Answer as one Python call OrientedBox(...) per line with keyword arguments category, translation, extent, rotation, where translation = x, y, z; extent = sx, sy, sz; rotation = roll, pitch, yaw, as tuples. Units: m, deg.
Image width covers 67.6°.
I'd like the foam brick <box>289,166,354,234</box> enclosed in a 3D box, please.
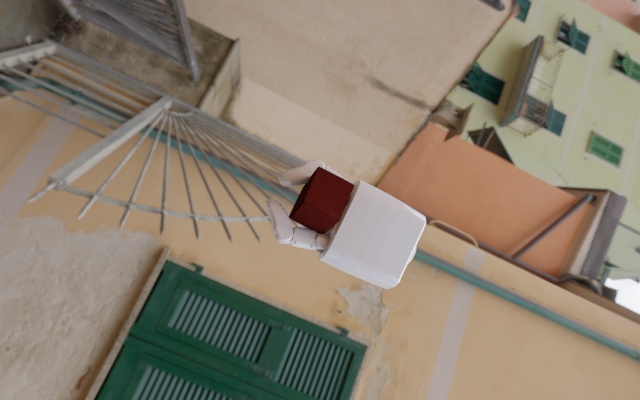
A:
OrientedBox(category="foam brick", translation=(0.000, 0.002, 0.595), extent=(0.051, 0.053, 0.078), rotation=(28, -22, -6))
